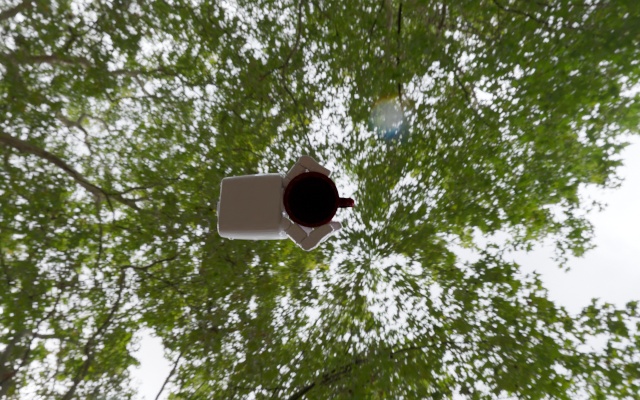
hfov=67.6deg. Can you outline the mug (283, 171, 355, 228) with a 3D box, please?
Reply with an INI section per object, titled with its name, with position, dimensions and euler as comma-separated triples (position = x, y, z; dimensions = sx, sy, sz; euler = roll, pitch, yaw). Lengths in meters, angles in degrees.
[mug]
position = 0.002, 0.003, 0.819
dimensions = 0.117, 0.093, 0.081
euler = -1, -7, 4
